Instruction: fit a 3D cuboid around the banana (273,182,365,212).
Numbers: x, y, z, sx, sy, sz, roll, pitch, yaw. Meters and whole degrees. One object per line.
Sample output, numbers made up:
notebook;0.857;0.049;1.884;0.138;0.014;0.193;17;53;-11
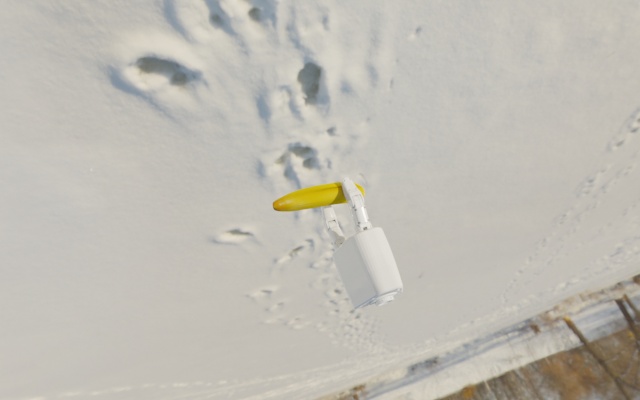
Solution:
banana;0.013;-0.006;0.838;0.198;0.037;0.070;-6;-22;-38
